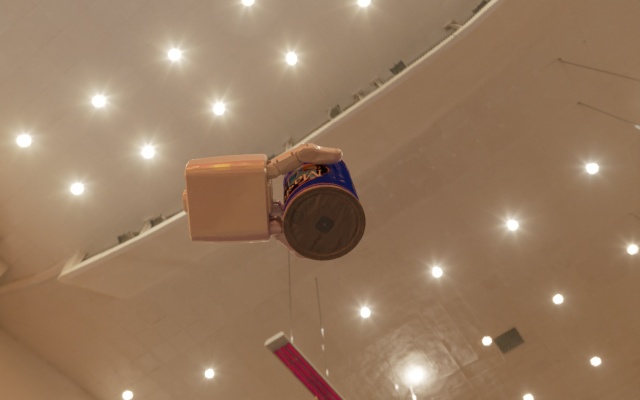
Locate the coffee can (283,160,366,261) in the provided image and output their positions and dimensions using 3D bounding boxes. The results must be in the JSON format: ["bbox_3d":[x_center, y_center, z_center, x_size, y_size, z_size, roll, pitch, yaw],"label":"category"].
[{"bbox_3d":[0.000,0.002,0.649,0.103,0.103,0.140,0,24,-4],"label":"coffee can"}]
